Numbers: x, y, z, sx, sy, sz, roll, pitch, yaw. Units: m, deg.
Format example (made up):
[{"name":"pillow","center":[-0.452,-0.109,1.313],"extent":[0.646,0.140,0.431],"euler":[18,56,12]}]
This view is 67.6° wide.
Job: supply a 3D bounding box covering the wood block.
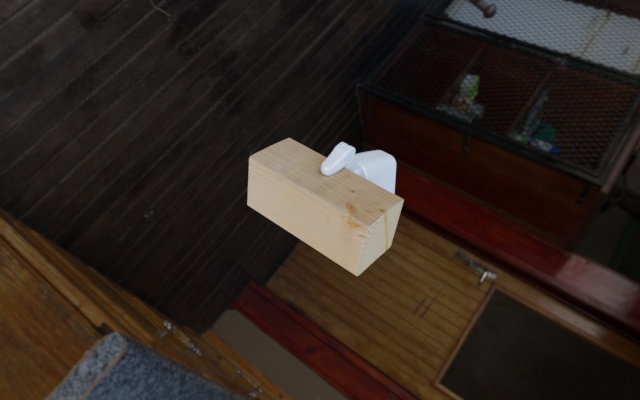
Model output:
[{"name":"wood block","center":[0.000,0.002,0.678],"extent":[0.206,0.091,0.090],"euler":[30,41,26]}]
